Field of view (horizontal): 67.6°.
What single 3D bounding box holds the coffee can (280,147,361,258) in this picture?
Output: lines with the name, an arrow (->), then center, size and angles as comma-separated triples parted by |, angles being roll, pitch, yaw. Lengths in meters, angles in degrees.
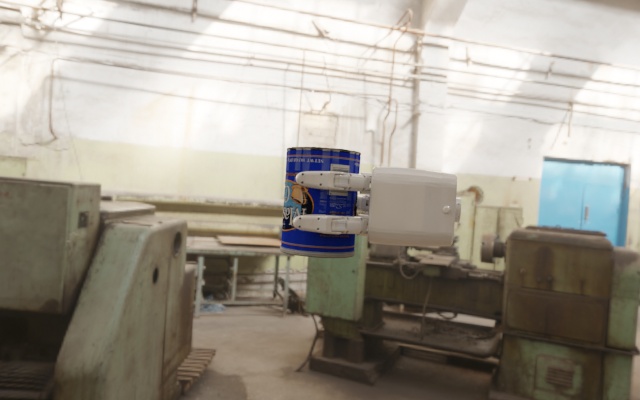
coffee can -> 0.000, 0.002, 0.653 | 0.103, 0.140, 0.103 | 4, 1, 0
